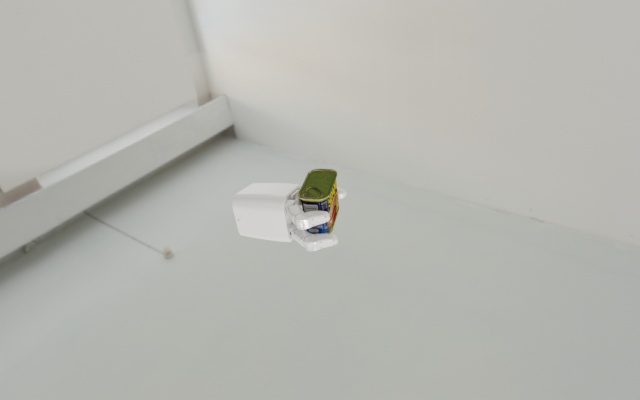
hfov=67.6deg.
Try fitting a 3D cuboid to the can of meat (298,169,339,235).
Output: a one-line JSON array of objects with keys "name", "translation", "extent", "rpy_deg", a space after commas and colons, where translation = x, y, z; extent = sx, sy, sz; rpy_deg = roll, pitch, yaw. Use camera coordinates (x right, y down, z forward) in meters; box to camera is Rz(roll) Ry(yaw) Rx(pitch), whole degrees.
[{"name": "can of meat", "translation": [0.000, 0.003, 0.887], "extent": [0.057, 0.084, 0.102], "rpy_deg": [3, 36, 14]}]
